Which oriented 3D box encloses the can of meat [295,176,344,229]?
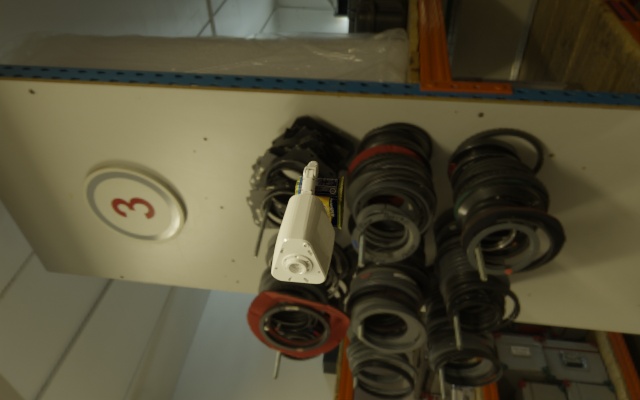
[{"bbox_3d":[0.000,0.003,0.882,0.084,0.102,0.057,4,45,6],"label":"can of meat"}]
